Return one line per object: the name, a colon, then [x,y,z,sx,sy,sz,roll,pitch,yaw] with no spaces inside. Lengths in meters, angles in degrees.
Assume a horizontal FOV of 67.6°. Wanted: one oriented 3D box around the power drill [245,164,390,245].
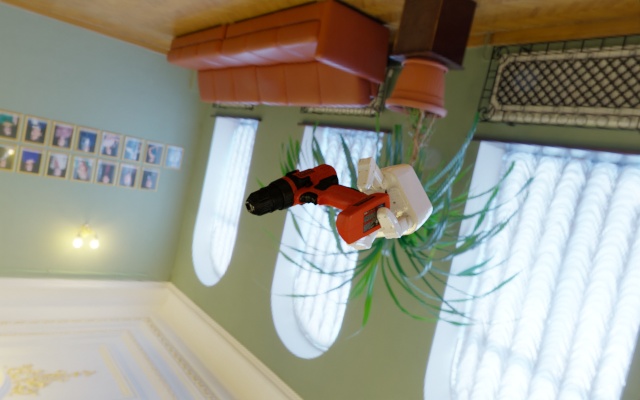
power drill: [0.001,0.003,0.756,0.184,0.057,0.187,-25,37,-36]
